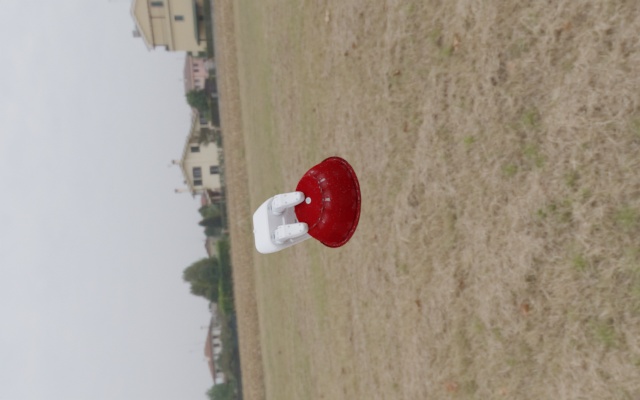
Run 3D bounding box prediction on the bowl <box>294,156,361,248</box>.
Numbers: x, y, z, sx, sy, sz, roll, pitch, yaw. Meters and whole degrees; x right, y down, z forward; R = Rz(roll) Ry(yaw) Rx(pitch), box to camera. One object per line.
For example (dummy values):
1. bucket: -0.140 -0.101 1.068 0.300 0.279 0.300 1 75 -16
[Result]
1. bowl: 0.000 0.002 0.824 0.055 0.162 0.162 1 -1 -35
